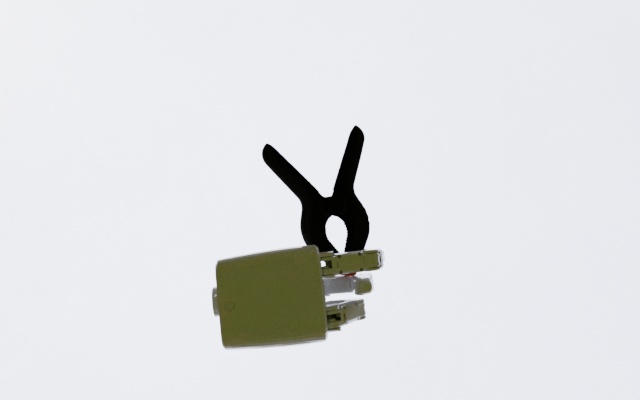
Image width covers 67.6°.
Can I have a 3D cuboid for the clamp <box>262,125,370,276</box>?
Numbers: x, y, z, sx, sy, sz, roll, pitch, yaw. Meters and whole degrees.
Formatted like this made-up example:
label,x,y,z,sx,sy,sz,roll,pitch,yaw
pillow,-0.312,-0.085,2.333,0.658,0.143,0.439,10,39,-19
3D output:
label,x,y,z,sx,sy,sz,roll,pitch,yaw
clamp,0.000,0.002,0.536,0.120,0.171,0.039,-6,-8,-8
